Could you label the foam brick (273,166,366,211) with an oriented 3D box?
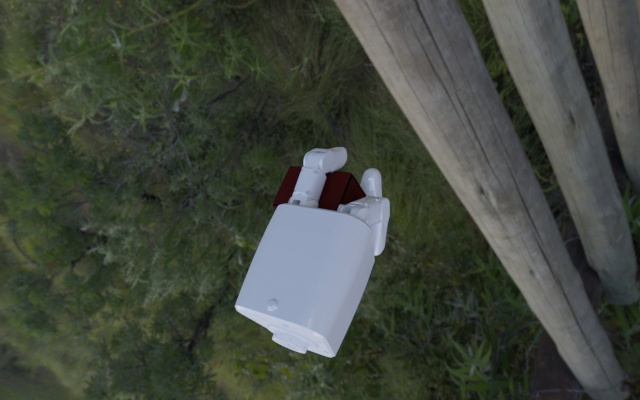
[{"bbox_3d":[0.000,0.002,0.498,0.078,0.051,0.053,9,-25,31],"label":"foam brick"}]
